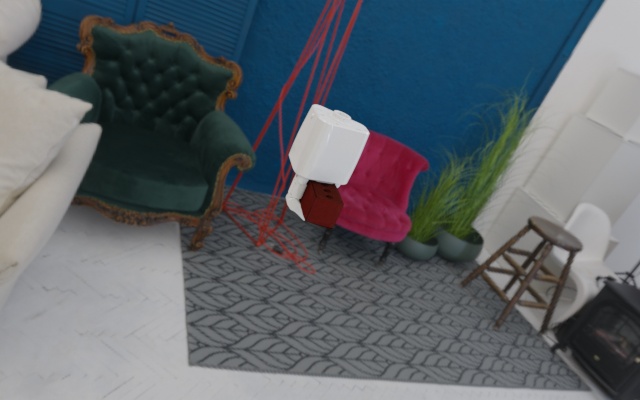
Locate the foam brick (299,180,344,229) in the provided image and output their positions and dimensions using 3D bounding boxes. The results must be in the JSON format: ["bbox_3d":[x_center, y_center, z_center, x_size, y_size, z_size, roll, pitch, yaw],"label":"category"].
[{"bbox_3d":[0.000,0.003,0.825,0.053,0.051,0.078,17,25,-21],"label":"foam brick"}]
